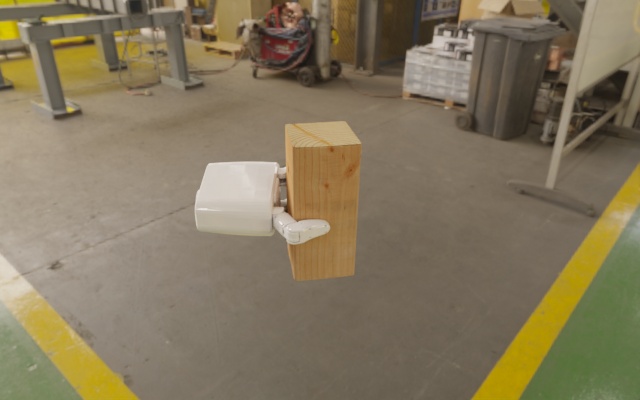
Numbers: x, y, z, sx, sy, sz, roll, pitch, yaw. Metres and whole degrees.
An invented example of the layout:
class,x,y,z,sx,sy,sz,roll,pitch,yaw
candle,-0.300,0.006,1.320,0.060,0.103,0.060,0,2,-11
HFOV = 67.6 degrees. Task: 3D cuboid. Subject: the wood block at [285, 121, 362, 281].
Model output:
class,x,y,z,sx,sy,sz,roll,pitch,yaw
wood block,0.000,0.002,0.680,0.090,0.206,0.090,-4,29,-9
